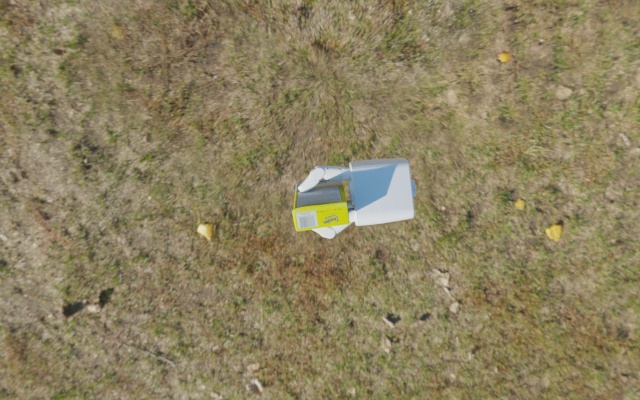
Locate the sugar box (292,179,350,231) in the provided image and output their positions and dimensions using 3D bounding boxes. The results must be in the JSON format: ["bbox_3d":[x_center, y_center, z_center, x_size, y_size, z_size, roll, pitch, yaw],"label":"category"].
[{"bbox_3d":[0.000,0.003,0.871,0.093,0.048,0.176,-7,14,2],"label":"sugar box"}]
